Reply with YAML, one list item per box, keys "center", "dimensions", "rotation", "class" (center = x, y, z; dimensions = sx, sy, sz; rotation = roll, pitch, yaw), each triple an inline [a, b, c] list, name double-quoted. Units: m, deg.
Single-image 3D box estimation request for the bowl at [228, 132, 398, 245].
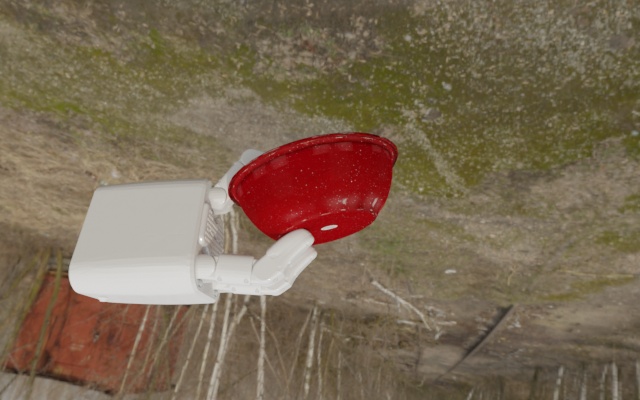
- center: [0.001, 0.001, 0.436]
  dimensions: [0.162, 0.055, 0.162]
  rotation: [-13, -20, -5]
  class: "bowl"
